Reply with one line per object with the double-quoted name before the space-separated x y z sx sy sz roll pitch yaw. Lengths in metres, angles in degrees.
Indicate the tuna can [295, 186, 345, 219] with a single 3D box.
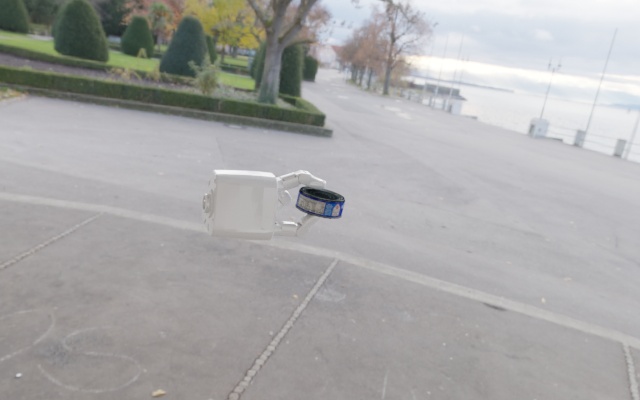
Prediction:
"tuna can" 0.000 0.002 0.851 0.086 0.034 0.086 13 13 -3
